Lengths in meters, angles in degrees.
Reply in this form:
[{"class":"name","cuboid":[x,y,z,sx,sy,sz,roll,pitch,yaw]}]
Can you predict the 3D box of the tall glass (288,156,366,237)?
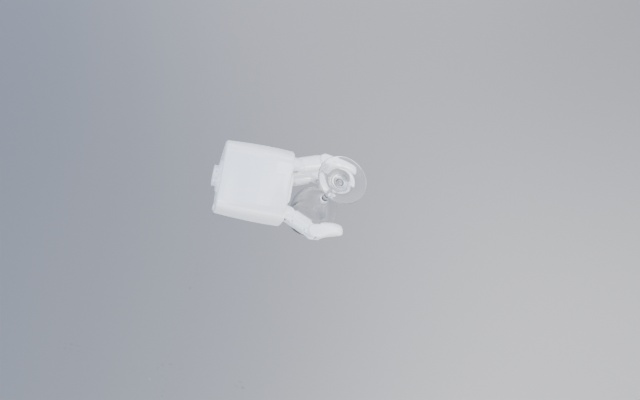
[{"class":"tall glass","cuboid":[0.000,0.002,0.773,0.079,0.079,0.201,0,-19,-19]}]
